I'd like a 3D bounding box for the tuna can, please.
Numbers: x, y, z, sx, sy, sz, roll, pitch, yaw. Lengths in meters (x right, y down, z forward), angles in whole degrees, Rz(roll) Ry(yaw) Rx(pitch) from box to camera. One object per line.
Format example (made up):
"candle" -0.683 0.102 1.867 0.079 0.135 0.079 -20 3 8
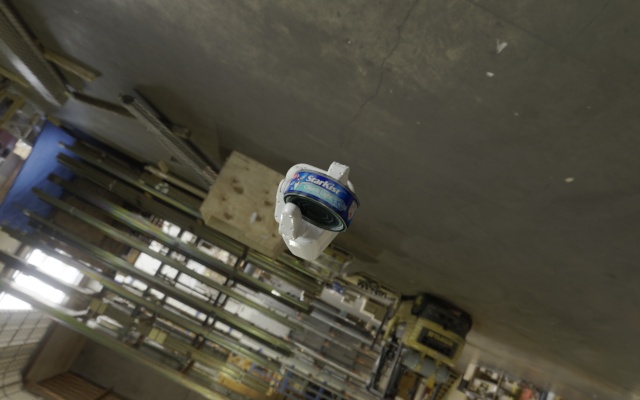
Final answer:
"tuna can" 0.000 0.002 0.557 0.086 0.033 0.086 24 -21 10
